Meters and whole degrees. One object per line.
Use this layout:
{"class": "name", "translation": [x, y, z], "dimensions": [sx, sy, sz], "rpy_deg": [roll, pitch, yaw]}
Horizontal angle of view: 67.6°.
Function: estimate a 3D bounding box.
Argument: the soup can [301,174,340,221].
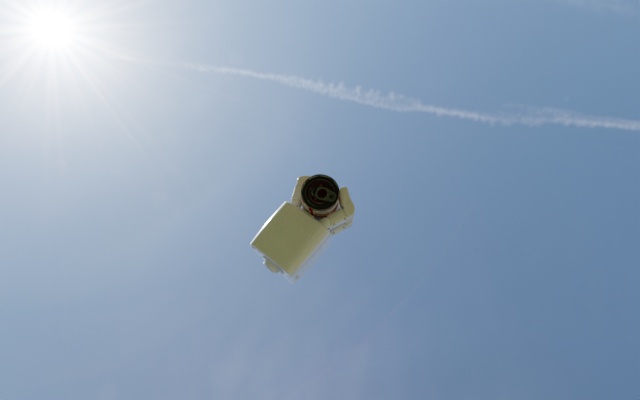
{"class": "soup can", "translation": [0.000, 0.003, 0.876], "dimensions": [0.068, 0.068, 0.102], "rpy_deg": [0, -20, 1]}
